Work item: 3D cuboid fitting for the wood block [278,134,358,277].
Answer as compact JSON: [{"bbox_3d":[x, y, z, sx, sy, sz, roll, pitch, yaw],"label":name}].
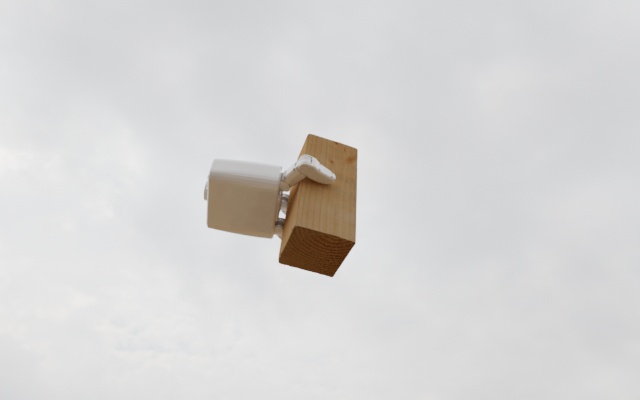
[{"bbox_3d":[0.000,0.002,0.743,0.090,0.206,0.091,17,-46,-11],"label":"wood block"}]
